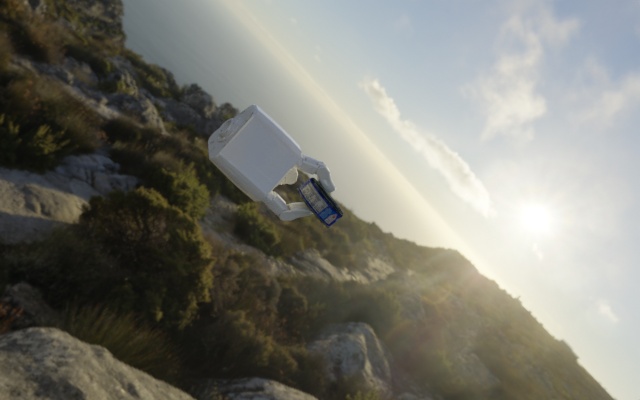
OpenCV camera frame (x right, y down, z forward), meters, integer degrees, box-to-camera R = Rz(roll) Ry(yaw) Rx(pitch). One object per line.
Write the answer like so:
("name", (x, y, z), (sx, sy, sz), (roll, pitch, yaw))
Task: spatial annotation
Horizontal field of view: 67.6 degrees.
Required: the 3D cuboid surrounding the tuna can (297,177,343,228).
("tuna can", (0.001, 0.002, 0.807), (0.034, 0.086, 0.086), (-39, -5, 6))
